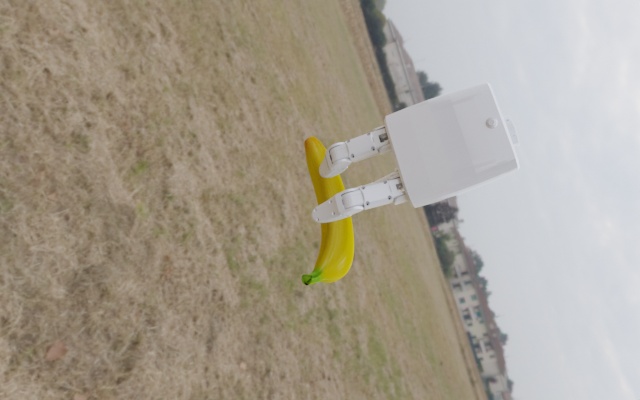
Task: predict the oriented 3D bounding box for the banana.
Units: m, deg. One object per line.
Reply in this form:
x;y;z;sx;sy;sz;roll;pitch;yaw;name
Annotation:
0.010;0.014;0.539;0.037;0.197;0.070;-21;-41;22;banana
